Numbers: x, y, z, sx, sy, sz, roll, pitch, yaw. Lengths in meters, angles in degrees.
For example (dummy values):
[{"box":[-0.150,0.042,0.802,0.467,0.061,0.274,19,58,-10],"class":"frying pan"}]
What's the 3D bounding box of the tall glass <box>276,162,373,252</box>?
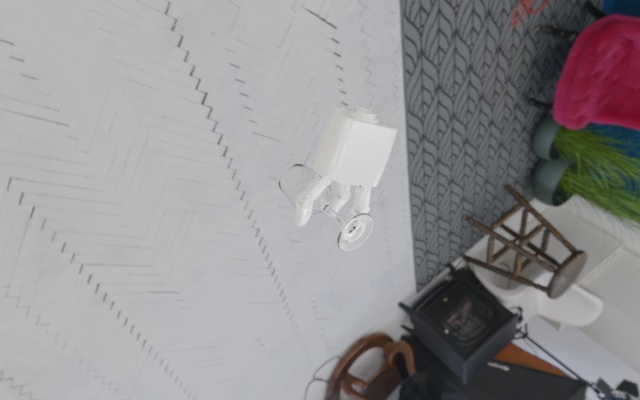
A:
[{"box":[0.000,0.003,0.838,0.079,0.079,0.201,0,30,-42],"class":"tall glass"}]
